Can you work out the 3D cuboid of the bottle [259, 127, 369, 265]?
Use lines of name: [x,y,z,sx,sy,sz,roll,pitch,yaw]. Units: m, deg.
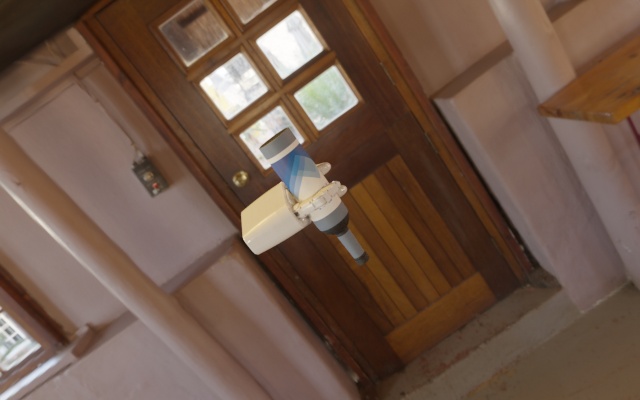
bottle: [0.000,0.003,0.890,0.069,0.296,0.069,-33,15,10]
